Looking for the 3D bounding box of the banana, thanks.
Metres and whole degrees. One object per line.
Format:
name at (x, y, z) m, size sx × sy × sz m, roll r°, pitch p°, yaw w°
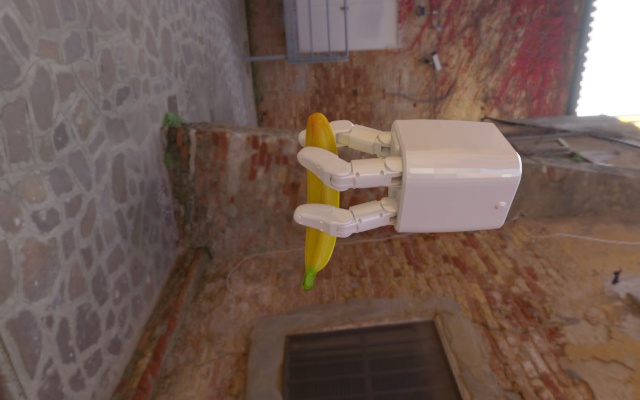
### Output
banana at (0.001, -0.002, 0.518) m, size 0.037 × 0.198 × 0.069 m, roll 3°, pitch 22°, yaw 4°
